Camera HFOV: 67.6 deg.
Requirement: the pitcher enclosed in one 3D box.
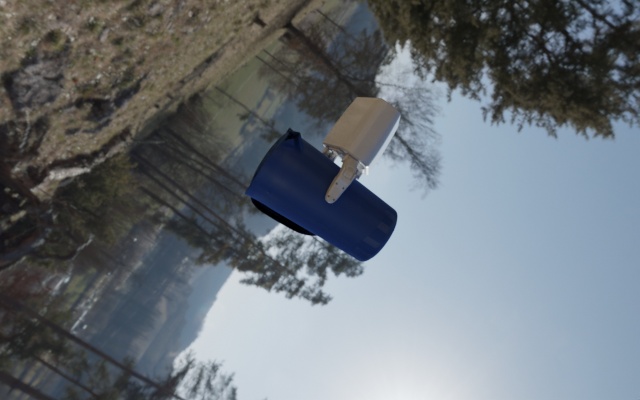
[{"bbox_3d":[0.000,0.003,0.813,0.243,0.145,0.149,34,-2,-7],"label":"pitcher"}]
